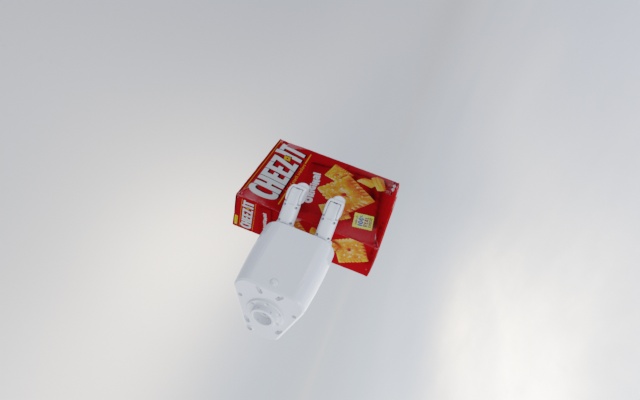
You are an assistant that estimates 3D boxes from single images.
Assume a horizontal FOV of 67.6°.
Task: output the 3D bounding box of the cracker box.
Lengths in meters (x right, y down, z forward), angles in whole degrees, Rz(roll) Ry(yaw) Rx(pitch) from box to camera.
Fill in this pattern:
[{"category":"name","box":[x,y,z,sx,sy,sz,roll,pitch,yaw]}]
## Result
[{"category":"cracker box","box":[0.000,0.003,0.727,0.213,0.072,0.164,21,41,7]}]
